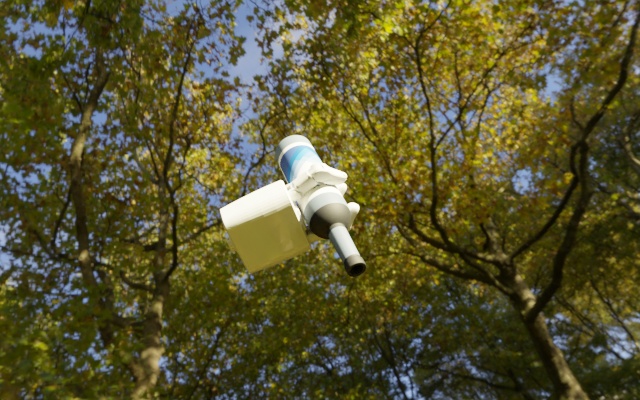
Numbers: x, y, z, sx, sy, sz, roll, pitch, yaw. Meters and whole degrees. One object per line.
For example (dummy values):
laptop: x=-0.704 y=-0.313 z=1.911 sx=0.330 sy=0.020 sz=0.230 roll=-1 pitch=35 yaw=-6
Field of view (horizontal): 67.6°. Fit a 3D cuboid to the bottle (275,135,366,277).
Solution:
bottle: x=0.000 y=0.002 z=0.735 sx=0.069 sy=0.069 sz=0.295 roll=0 pitch=37 yaw=-24
